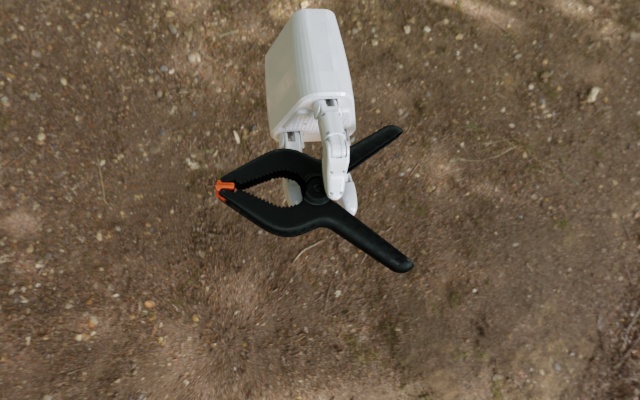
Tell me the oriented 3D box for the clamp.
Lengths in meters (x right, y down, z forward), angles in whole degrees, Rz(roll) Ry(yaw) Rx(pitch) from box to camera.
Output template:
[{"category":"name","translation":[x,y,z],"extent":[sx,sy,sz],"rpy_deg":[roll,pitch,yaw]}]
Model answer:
[{"category":"clamp","translation":[0.000,0.001,0.493],"extent":[0.210,0.164,0.036],"rpy_deg":[-5,-18,-12]}]
